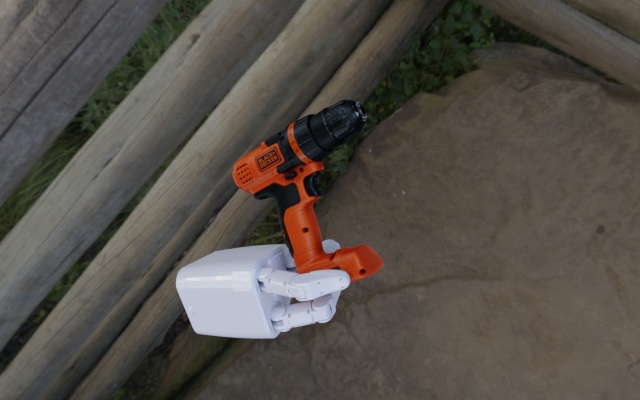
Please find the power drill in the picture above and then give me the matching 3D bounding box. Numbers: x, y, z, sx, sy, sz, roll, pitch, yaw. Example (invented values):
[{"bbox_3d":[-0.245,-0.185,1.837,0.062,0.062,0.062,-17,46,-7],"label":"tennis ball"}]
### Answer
[{"bbox_3d":[0.000,0.002,0.537,0.184,0.187,0.057,-26,-6,34],"label":"power drill"}]
